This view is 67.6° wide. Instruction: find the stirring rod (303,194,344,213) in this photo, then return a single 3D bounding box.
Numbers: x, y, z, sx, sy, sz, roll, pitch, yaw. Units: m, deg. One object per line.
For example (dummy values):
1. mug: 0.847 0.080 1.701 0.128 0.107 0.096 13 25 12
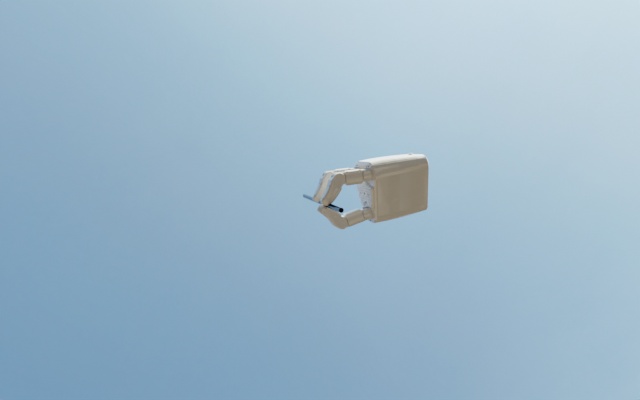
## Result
1. stirring rod: 0.000 0.003 0.849 0.011 0.011 0.239 0 6 -15
